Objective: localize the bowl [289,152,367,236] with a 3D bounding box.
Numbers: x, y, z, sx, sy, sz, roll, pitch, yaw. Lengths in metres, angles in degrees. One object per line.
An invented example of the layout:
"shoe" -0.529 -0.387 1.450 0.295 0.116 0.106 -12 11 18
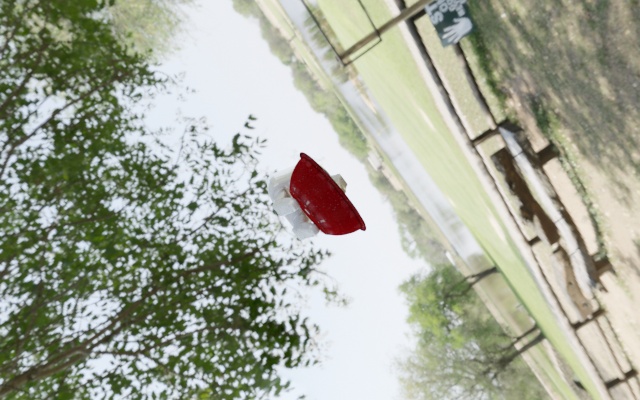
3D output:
"bowl" 0.000 0.003 0.753 0.055 0.162 0.162 -40 6 -7
